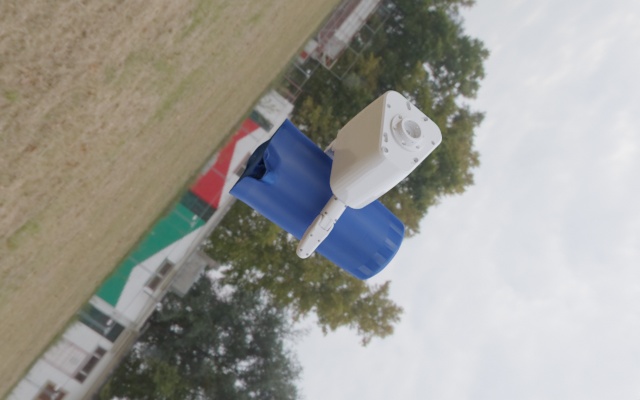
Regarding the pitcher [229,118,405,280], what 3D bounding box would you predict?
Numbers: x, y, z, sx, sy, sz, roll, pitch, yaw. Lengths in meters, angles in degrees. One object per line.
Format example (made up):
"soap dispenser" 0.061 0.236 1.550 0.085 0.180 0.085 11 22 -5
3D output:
"pitcher" 0.000 0.002 0.701 0.243 0.149 0.145 38 -36 -11
